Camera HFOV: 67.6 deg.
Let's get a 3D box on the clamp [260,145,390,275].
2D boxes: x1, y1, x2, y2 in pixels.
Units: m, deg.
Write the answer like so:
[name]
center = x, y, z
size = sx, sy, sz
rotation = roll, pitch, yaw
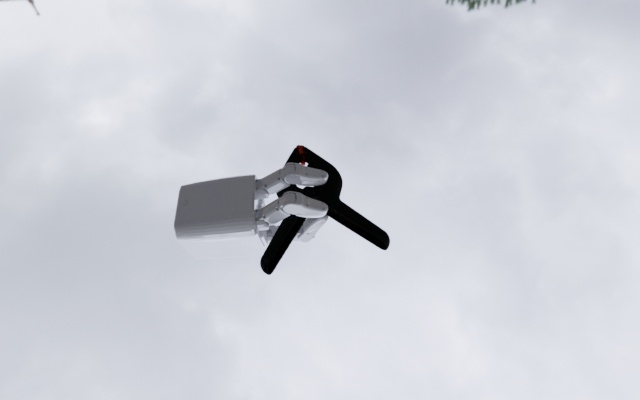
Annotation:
[clamp]
center = 0.000, 0.002, 0.654
size = 0.164, 0.209, 0.036
rotation = -6, -41, 0
